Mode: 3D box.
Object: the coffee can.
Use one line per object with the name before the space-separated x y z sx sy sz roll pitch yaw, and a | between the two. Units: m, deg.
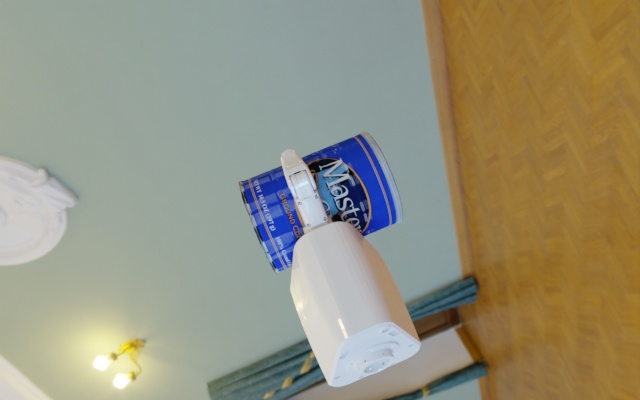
coffee can | 0.000 0.001 0.496 0.140 0.103 0.103 -22 1 -3
